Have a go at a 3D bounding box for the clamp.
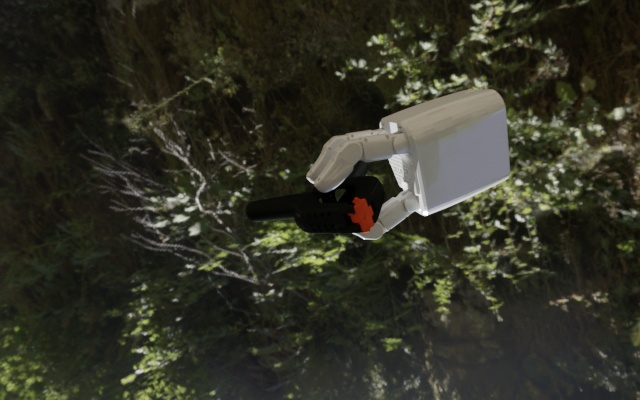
[{"bbox_3d":[0.001,0.002,0.510,0.164,0.036,0.210,-23,15,-5],"label":"clamp"}]
